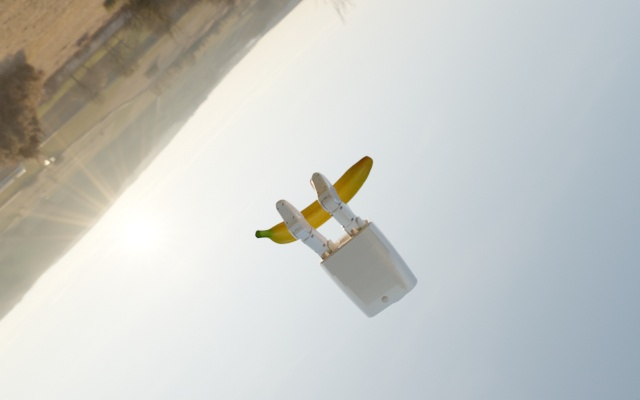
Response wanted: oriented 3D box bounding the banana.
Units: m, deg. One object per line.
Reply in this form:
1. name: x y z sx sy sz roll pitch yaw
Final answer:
1. banana: 0.001 0.009 0.695 0.198 0.037 0.070 -36 -18 -1
